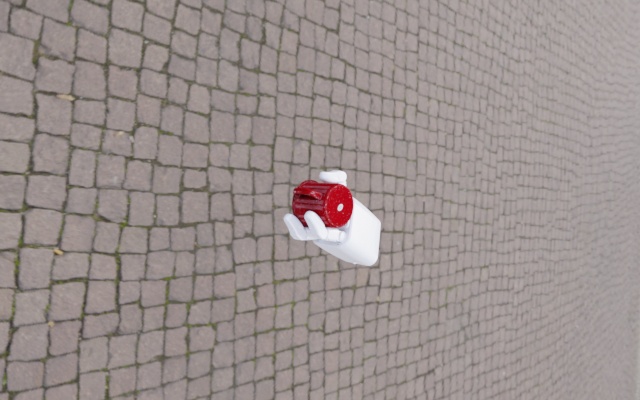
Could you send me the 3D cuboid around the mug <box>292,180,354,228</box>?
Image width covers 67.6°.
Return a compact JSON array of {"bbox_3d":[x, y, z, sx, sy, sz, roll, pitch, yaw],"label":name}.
[{"bbox_3d":[-0.001,0.002,0.882,0.081,0.093,0.117,3,-23,44],"label":"mug"}]
